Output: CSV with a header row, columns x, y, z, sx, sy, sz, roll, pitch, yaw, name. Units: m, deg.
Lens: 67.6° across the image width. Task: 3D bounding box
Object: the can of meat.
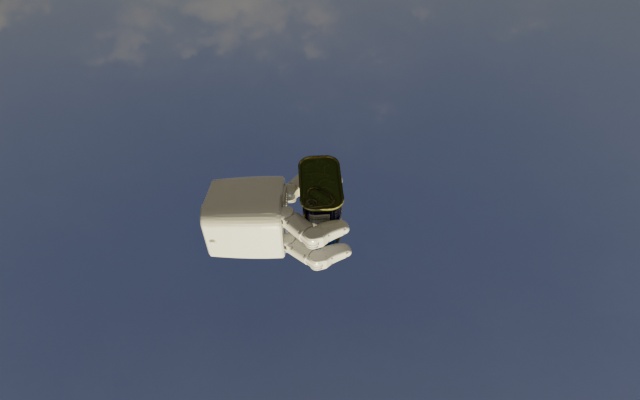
x,y,z,sx,sy,sz,roll,pitch,yaw,name
0.000,0.002,0.663,0.057,0.102,0.084,-3,-43,-2,can of meat
